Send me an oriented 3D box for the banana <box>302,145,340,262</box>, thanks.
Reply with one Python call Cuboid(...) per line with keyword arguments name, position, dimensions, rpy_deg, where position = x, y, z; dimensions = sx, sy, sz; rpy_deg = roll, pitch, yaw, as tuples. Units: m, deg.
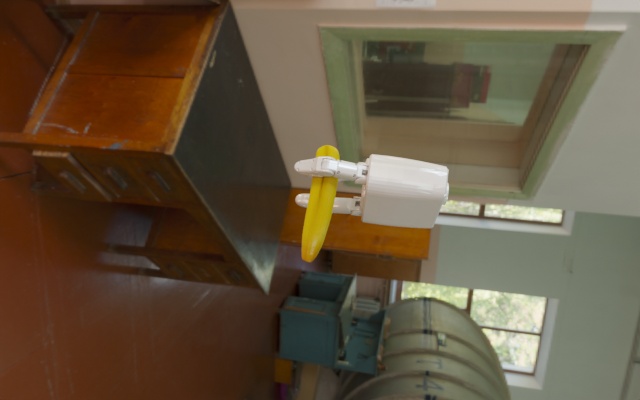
Cuboid(name="banana", position=(0.003, -0.011, 0.675), dimensions=(0.037, 0.197, 0.070), rpy_deg=(10, -35, -2))
